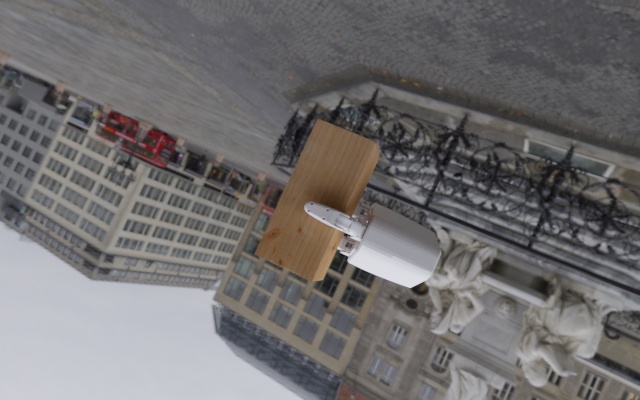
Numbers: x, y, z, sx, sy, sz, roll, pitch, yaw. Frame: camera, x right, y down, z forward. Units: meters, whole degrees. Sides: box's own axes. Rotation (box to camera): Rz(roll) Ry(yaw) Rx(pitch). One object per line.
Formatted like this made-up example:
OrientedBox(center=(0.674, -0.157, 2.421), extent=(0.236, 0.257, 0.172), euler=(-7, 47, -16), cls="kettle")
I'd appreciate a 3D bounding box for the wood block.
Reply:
OrientedBox(center=(0.000, 0.002, 0.684), extent=(0.090, 0.206, 0.091), euler=(24, -2, 13), cls="wood block")
